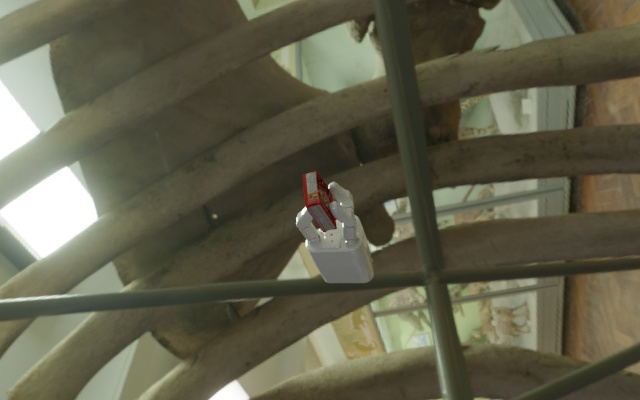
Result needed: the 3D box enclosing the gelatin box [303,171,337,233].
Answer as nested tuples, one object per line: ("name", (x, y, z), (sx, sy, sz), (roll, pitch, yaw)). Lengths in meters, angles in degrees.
("gelatin box", (0.000, 0.003, 0.843), (0.030, 0.073, 0.089), (-17, -38, 14))
